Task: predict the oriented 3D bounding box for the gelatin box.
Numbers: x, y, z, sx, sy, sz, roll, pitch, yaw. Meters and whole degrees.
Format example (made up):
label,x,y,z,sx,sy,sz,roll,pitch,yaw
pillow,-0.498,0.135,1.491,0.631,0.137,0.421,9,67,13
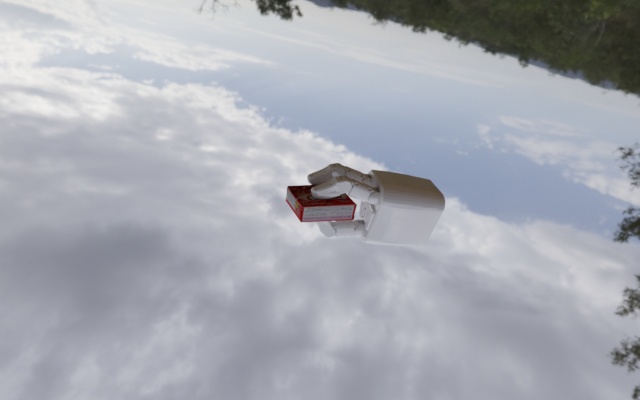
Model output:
label,x,y,z,sx,sy,sz,roll,pitch,yaw
gelatin box,0.000,0.003,0.726,0.089,0.030,0.073,-3,27,-22
